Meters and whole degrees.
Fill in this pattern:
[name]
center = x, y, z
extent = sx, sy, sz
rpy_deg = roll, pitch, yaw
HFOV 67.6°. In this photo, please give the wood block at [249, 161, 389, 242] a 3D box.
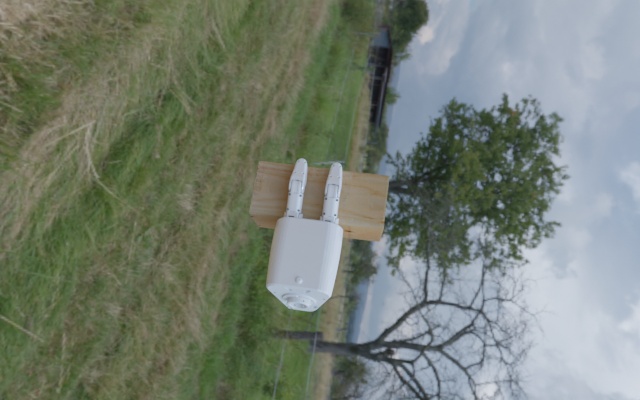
[wood block]
center = 0.000, 0.003, 0.772
extent = 0.206, 0.090, 0.091
rpy_deg = 7, -17, 5
